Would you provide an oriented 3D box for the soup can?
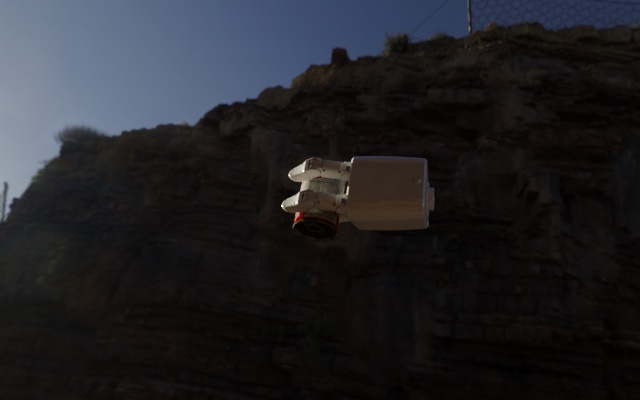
[{"bbox_3d":[0.000,0.002,0.726,0.068,0.102,0.068,7,-29,4],"label":"soup can"}]
